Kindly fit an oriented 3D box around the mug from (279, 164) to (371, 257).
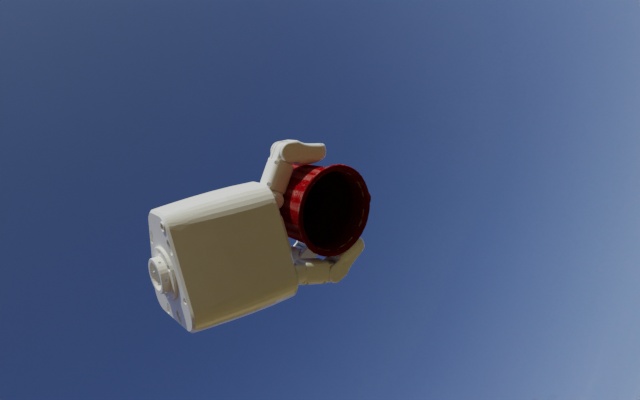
[{"bbox_3d":[0.001,0.001,0.509,0.117,0.093,0.081,-14,18,-36],"label":"mug"}]
